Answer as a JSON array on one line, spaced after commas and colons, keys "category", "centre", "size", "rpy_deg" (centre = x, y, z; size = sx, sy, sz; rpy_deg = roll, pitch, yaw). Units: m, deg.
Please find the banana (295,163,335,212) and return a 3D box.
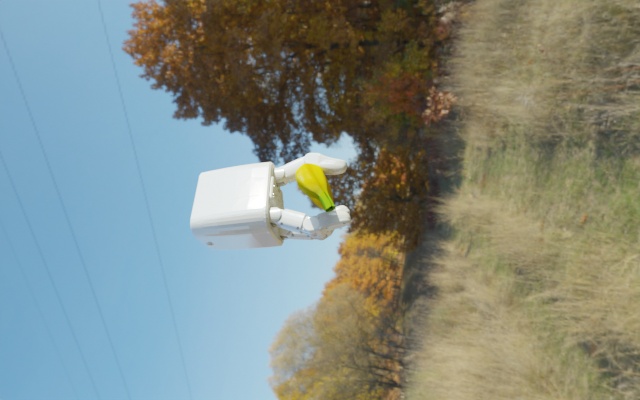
[{"category": "banana", "centre": [-0.006, -0.015, 0.638], "size": [0.037, 0.069, 0.198], "rpy_deg": [-20, -1, 3]}]
